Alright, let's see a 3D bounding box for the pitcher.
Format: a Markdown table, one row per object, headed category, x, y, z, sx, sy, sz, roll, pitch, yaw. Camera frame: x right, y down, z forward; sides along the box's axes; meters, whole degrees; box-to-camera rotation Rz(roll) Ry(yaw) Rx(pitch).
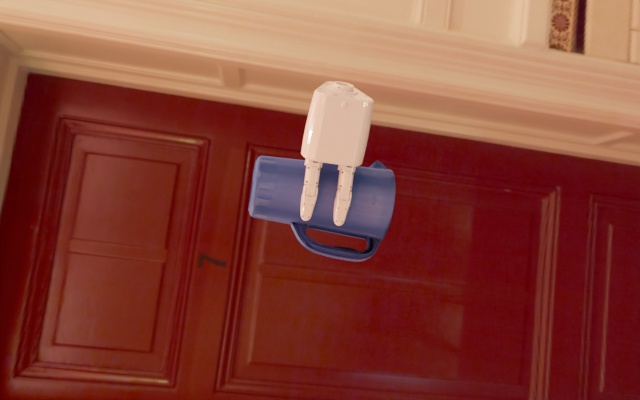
| category | x | y | z | sx | sy | sz | roll | pitch | yaw |
| --- | --- | --- | --- | --- | --- | --- | --- | --- | --- |
| pitcher | 0.000 | 0.003 | 0.833 | 0.243 | 0.145 | 0.149 | 8 | 28 | -7 |
